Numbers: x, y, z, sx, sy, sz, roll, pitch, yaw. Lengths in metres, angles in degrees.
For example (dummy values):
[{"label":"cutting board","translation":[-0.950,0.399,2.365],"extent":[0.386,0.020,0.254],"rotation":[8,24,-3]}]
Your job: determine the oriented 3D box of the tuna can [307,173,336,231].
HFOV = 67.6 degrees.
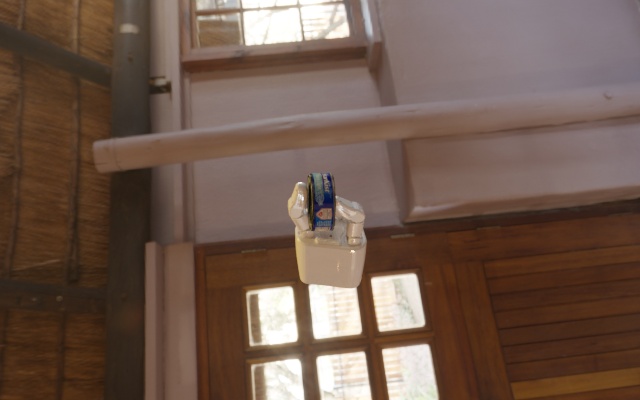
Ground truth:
[{"label":"tuna can","translation":[0.000,0.002,0.696],"extent":[0.034,0.086,0.086],"rotation":[-2,0,-7]}]
